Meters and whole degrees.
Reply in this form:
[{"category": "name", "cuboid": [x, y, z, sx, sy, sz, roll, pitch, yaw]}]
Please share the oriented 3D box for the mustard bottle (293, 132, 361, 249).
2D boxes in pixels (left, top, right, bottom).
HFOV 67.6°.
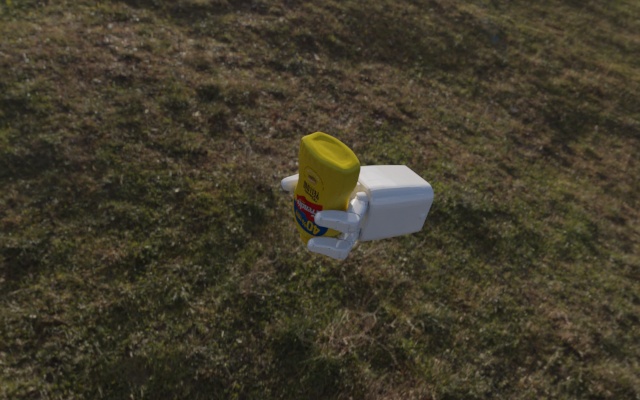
[{"category": "mustard bottle", "cuboid": [0.000, 0.002, 0.701, 0.058, 0.192, 0.096, -26, 53, -35]}]
